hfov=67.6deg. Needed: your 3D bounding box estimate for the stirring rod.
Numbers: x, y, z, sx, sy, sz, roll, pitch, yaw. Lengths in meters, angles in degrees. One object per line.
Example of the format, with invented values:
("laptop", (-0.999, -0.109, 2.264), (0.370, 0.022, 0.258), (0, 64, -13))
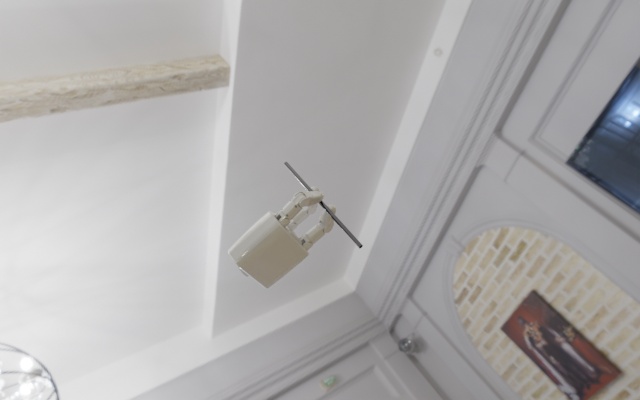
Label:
("stirring rod", (0.000, 0.003, 0.871), (0.011, 0.011, 0.239), (0, 39, -47))
